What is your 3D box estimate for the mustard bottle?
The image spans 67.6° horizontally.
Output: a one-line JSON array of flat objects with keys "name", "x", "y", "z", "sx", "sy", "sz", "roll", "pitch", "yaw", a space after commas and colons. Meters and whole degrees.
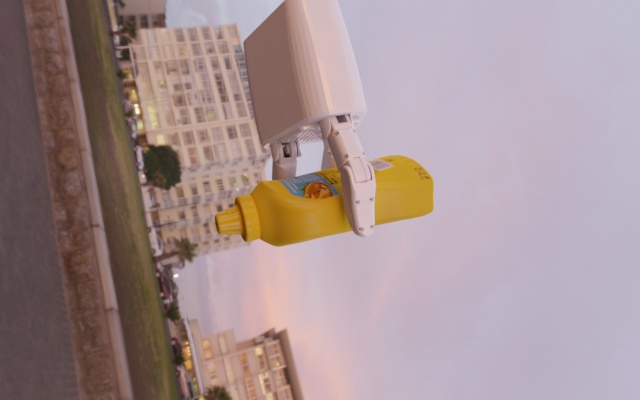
[{"name": "mustard bottle", "x": 0.000, "y": 0.002, "z": 0.437, "sx": 0.191, "sy": 0.058, "sz": 0.096, "roll": -11, "pitch": 21, "yaw": -20}]
